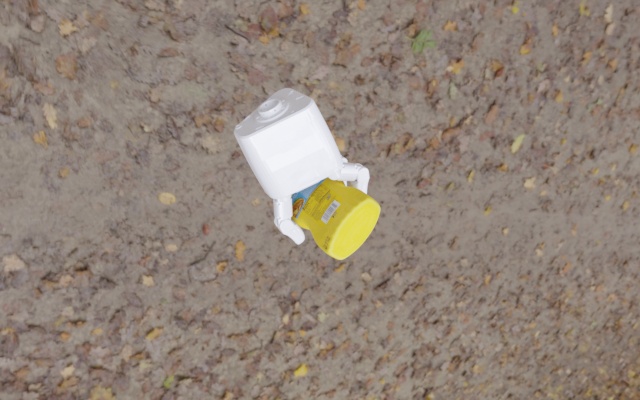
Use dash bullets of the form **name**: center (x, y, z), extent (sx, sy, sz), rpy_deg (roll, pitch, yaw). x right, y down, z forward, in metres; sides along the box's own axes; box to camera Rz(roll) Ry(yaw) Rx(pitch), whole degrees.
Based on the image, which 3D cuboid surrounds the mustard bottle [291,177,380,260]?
- **mustard bottle**: center (0.000, 0.003, 0.706), extent (0.058, 0.096, 0.191), rpy_deg (33, 4, -39)
